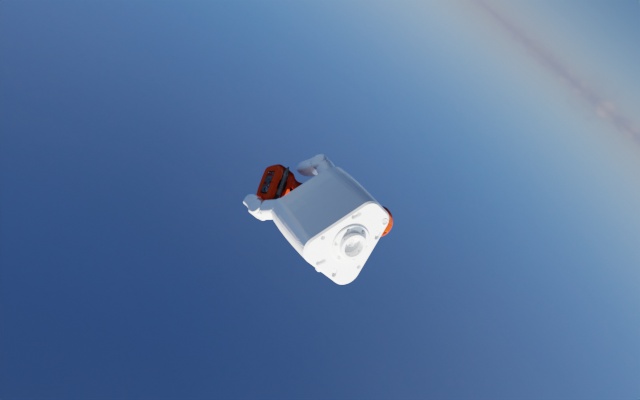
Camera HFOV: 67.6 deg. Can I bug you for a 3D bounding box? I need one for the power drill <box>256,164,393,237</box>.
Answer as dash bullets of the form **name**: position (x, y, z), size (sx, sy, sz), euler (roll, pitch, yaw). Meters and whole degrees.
- **power drill**: position (0.000, 0.002, 0.735), size (0.188, 0.057, 0.184), euler (19, -5, -16)
